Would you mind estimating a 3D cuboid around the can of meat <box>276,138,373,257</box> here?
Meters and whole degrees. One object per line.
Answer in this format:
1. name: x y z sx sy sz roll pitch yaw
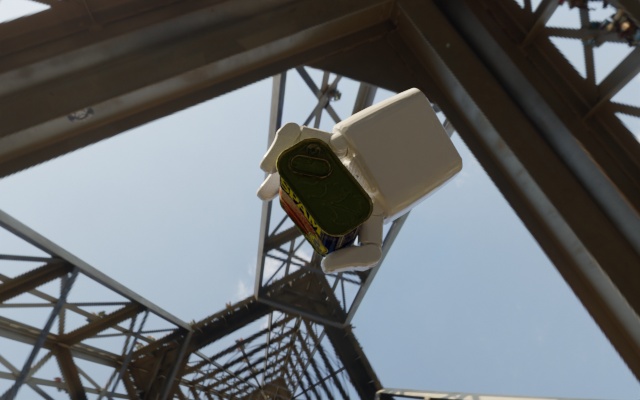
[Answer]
1. can of meat: 0.000 0.002 0.482 0.057 0.102 0.084 -33 -17 -17
